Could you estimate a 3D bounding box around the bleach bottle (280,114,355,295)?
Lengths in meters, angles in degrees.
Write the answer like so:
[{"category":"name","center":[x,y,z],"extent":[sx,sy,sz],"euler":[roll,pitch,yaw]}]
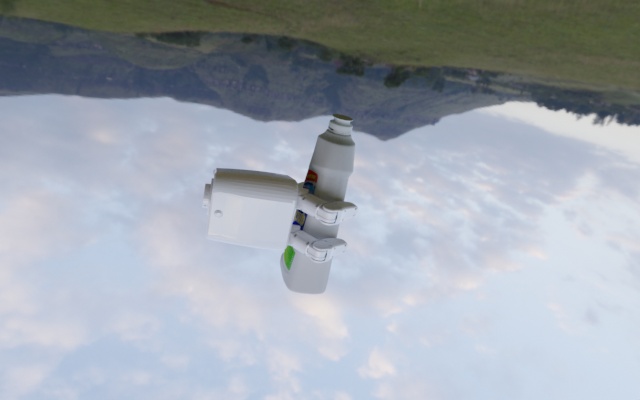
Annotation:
[{"category":"bleach bottle","center":[0.000,0.002,0.668],"extent":[0.068,0.251,0.102],"euler":[8,23,-14]}]
